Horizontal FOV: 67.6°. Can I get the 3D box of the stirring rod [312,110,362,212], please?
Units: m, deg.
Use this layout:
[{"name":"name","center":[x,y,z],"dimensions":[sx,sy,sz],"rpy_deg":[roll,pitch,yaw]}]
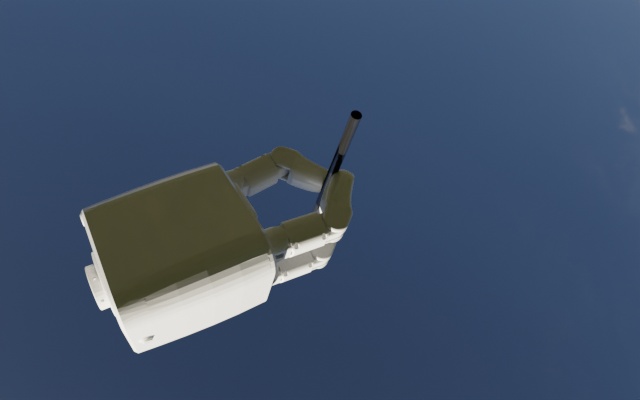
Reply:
[{"name":"stirring rod","center":[0.000,0.001,0.423],"dimensions":[0.011,0.011,0.240],"rpy_deg":[0,-29,-13]}]
